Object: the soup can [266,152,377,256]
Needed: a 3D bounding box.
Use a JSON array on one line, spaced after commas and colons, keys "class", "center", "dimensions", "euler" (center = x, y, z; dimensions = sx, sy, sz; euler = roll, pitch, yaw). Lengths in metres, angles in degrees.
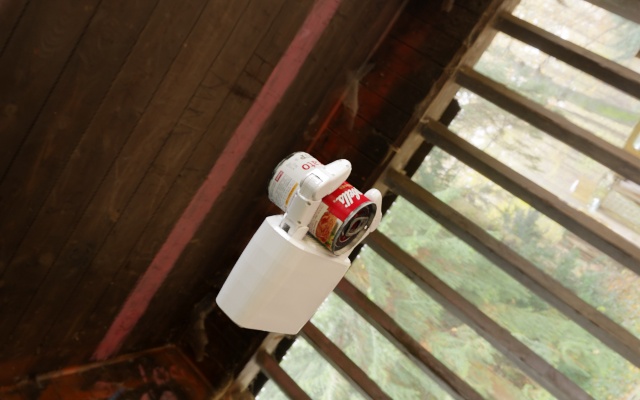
[{"class": "soup can", "center": [0.000, 0.001, 0.511], "dimensions": [0.102, 0.068, 0.068], "euler": [38, 18, 24]}]
